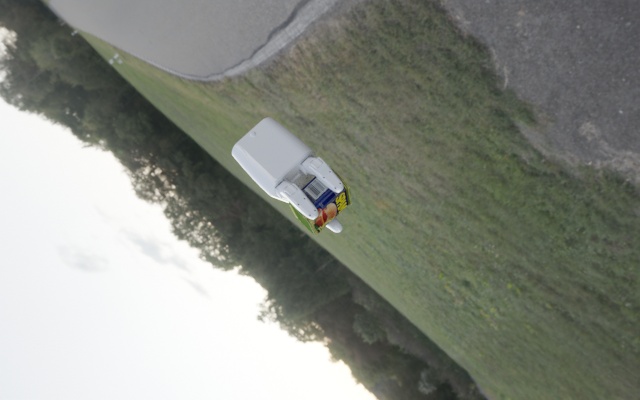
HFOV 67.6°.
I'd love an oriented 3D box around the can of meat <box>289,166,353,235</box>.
[{"bbox_3d":[0.000,0.003,0.761,0.057,0.084,0.102,44,-9,19],"label":"can of meat"}]
